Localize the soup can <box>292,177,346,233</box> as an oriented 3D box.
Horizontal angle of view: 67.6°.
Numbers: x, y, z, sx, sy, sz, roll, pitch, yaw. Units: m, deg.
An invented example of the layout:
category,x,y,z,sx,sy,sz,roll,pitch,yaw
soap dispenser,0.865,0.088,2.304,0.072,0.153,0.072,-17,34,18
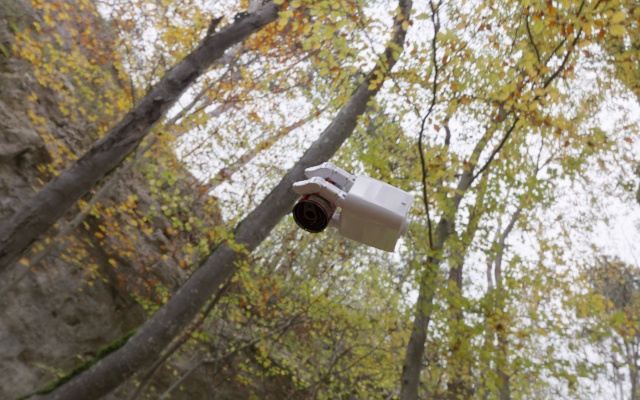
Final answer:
category,x,y,z,sx,sy,sz,roll,pitch,yaw
soup can,0.000,0.003,0.871,0.068,0.068,0.102,0,32,26
